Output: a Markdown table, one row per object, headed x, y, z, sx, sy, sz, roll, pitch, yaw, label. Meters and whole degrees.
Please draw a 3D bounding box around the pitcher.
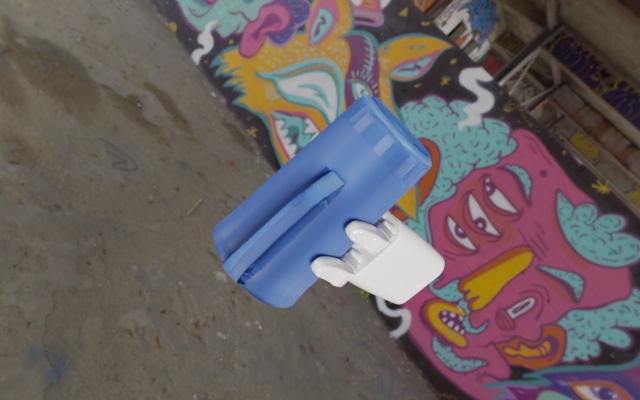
| x | y | z | sx | sy | sz | roll | pitch | yaw | label |
| --- | --- | --- | --- | --- | --- | --- | --- | --- | --- |
| 0.000 | 0.002 | 0.535 | 0.145 | 0.243 | 0.149 | 34 | 20 | -35 | pitcher |
